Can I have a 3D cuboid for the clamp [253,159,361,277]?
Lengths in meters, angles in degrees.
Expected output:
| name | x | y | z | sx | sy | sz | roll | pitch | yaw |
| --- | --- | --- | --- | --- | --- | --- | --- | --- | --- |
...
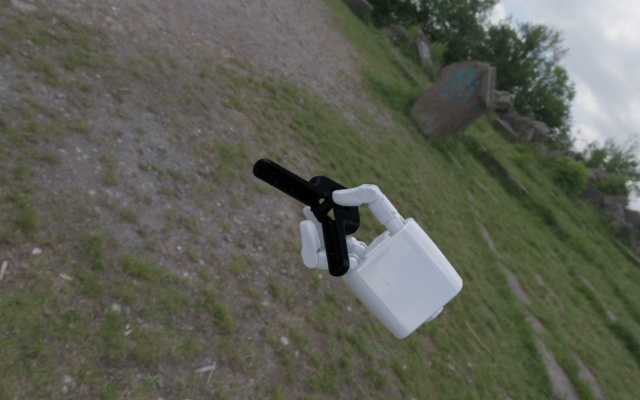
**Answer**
| name | x | y | z | sx | sy | sz | roll | pitch | yaw |
| --- | --- | --- | --- | --- | --- | --- | --- | --- | --- |
| clamp | 0.001 | 0.002 | 0.628 | 0.036 | 0.164 | 0.210 | -40 | -1 | 20 |
